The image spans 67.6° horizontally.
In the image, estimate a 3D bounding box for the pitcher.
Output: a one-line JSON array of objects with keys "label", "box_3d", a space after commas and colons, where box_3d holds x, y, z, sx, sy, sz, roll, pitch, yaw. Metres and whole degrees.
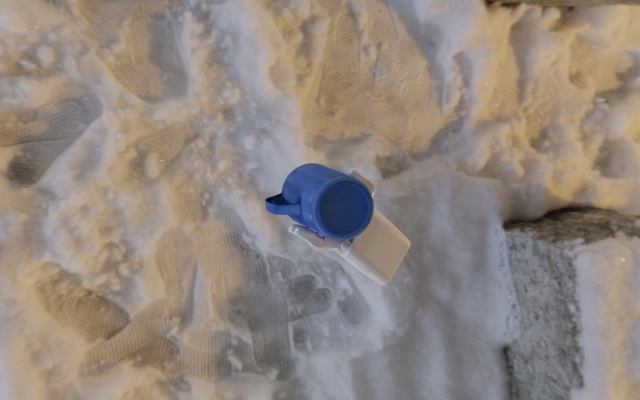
[{"label": "pitcher", "box_3d": [0.000, 0.003, 0.891, 0.145, 0.149, 0.243, 39, -4, -15]}]
